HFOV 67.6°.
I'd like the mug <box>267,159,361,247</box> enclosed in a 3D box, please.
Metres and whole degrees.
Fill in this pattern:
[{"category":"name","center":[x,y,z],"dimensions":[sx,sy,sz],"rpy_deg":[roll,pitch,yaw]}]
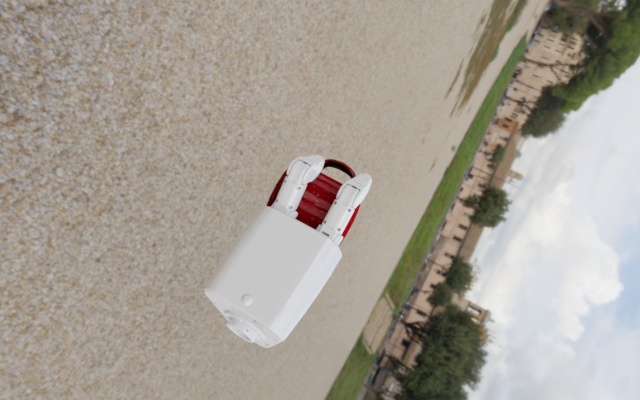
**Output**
[{"category":"mug","center":[0.001,0.001,0.554],"dimensions":[0.081,0.117,0.093],"rpy_deg":[28,-28,14]}]
